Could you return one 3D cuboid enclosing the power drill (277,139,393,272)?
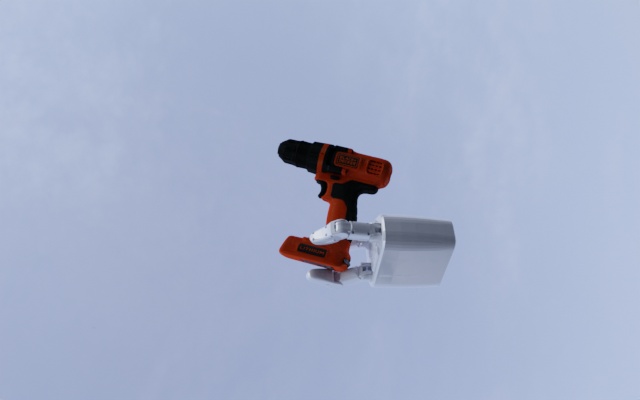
[{"bbox_3d":[0.000,0.003,0.726,0.184,0.187,0.057,14,-12,14],"label":"power drill"}]
